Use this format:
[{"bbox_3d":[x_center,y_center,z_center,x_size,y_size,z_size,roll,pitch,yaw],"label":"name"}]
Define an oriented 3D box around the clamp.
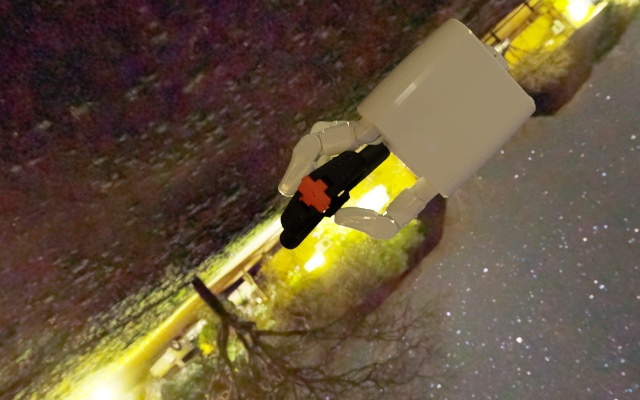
[{"bbox_3d":[0.001,0.002,0.457,0.036,0.164,0.210,45,12,4],"label":"clamp"}]
